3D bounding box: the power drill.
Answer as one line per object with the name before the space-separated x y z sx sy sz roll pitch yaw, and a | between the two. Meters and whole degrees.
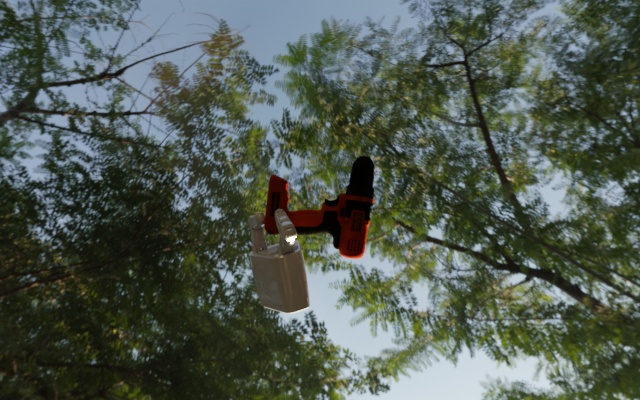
power drill | 0.000 0.003 0.848 0.187 0.184 0.057 8 -3 1
